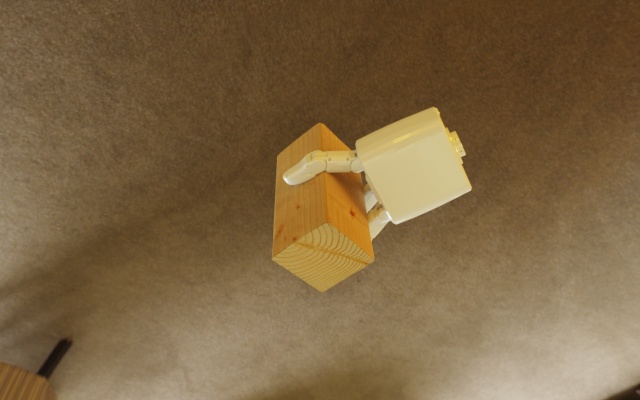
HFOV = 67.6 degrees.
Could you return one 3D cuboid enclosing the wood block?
[{"bbox_3d":[0.000,0.002,0.639,0.090,0.206,0.091,-35,-56,24],"label":"wood block"}]
